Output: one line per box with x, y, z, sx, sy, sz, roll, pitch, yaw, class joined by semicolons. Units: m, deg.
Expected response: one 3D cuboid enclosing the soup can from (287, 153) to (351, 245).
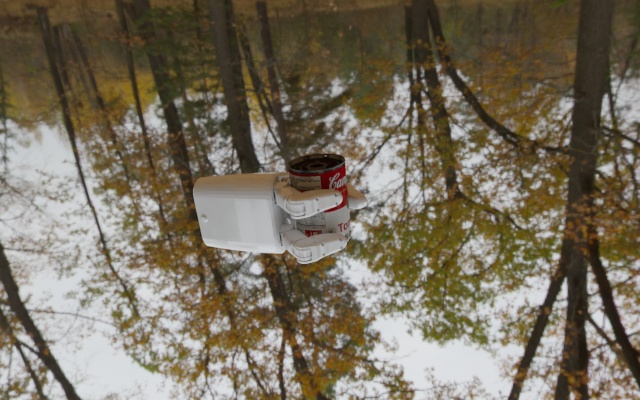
0.001;0.002;0.571;0.068;0.102;0.068;-5;21;2;soup can
